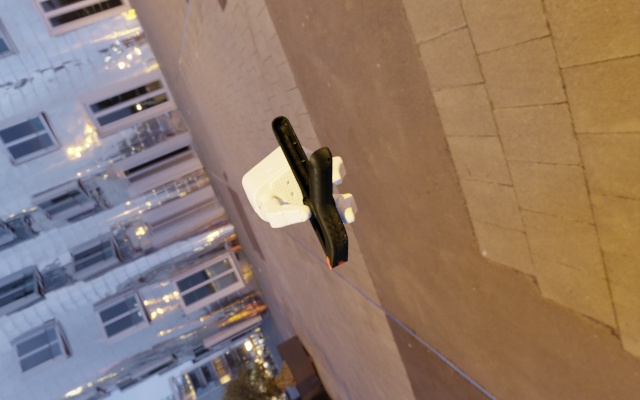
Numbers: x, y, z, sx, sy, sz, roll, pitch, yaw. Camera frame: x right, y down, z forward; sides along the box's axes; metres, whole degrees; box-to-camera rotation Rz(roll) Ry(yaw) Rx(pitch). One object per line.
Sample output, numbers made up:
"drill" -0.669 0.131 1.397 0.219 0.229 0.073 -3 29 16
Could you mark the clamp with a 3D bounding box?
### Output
"clamp" -0.001 0.003 0.599 0.036 0.210 0.164 -24 22 -11
